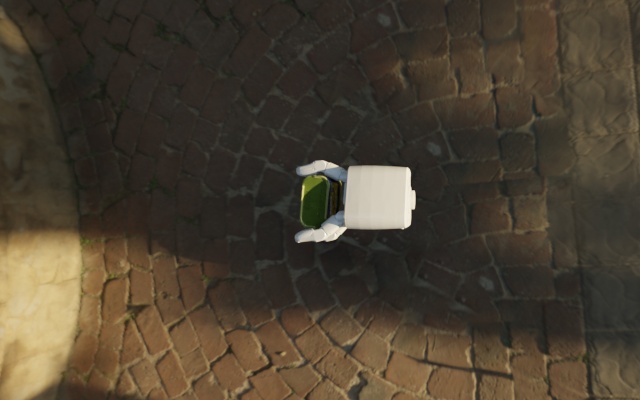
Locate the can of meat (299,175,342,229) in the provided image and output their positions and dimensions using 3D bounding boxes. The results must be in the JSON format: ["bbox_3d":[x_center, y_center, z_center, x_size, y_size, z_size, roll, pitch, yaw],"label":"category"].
[{"bbox_3d":[0.000,0.003,0.889,0.057,0.102,0.084,4,1,16],"label":"can of meat"}]
